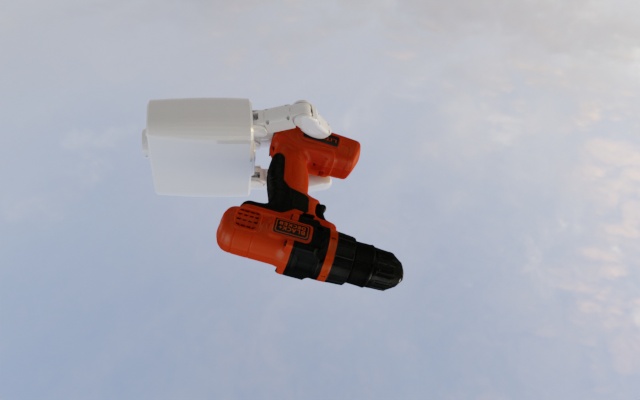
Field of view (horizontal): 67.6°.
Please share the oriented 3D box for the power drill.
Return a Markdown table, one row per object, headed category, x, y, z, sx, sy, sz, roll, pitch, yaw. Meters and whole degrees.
| category | x | y | z | sx | sy | sz | roll | pitch | yaw |
| --- | --- | --- | --- | --- | --- | --- | --- | --- | --- |
| power drill | 0.000 | 0.001 | 0.507 | 0.184 | 0.057 | 0.187 | 17 | 43 | -8 |
